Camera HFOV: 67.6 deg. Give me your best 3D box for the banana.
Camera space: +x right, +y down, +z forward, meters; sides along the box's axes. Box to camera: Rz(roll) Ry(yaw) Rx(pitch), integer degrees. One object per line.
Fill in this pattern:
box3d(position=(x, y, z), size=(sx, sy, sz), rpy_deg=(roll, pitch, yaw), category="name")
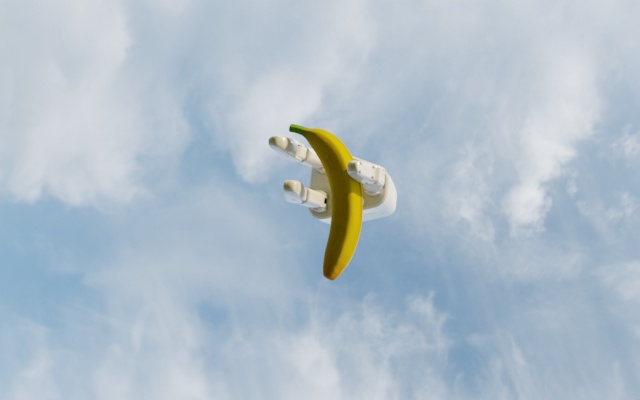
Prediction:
box3d(position=(0.017, -0.006, 0.576), size=(0.069, 0.197, 0.037), rpy_deg=(-16, -13, 8), category="banana")
